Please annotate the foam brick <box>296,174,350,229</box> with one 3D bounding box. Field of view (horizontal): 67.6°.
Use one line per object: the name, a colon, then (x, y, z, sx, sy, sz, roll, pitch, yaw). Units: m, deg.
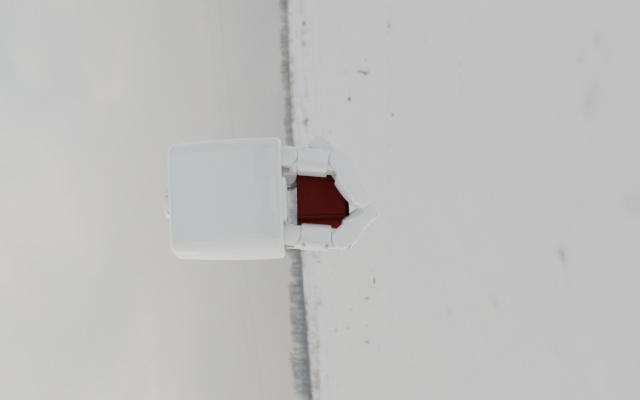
foam brick: (0.000, 0.002, 0.503, 0.051, 0.053, 0.078, -2, -19, -3)
